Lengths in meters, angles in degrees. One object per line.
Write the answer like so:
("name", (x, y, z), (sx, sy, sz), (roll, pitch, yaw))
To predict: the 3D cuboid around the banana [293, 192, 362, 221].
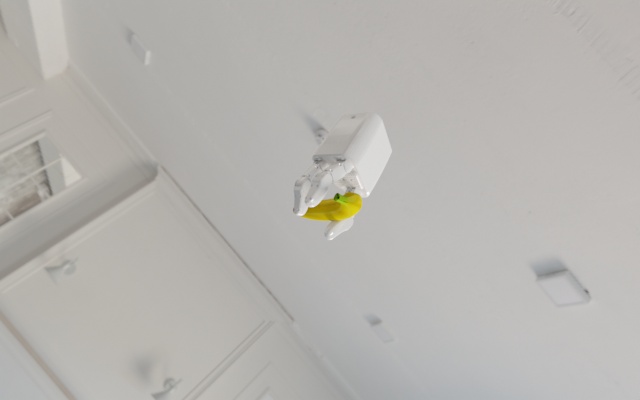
("banana", (0.018, 0.009, 0.784), (0.069, 0.037, 0.198), (22, -16, -18))
